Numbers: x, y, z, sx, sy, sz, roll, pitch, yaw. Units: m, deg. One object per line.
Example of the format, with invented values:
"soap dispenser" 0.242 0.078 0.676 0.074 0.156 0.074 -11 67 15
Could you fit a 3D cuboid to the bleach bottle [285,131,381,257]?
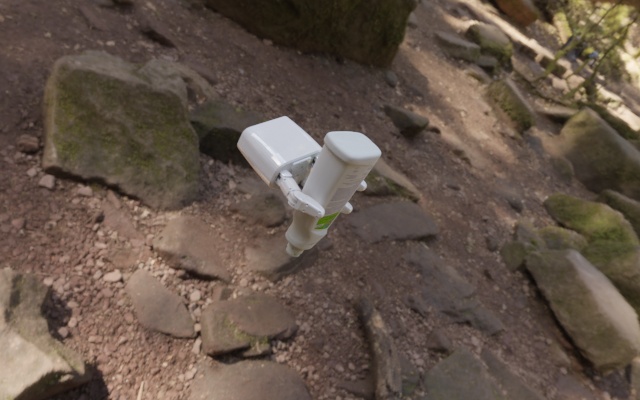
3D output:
"bleach bottle" 0.000 0.003 0.805 0.102 0.251 0.068 -10 50 -48
